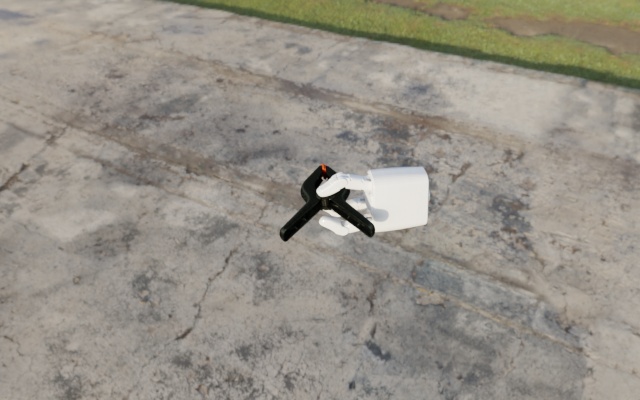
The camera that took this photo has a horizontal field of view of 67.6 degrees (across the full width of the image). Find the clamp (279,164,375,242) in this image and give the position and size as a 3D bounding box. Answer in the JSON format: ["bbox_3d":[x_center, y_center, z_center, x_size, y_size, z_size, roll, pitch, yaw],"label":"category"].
[{"bbox_3d":[0.000,0.002,0.888,0.164,0.036,0.209,-6,39,-5],"label":"clamp"}]
